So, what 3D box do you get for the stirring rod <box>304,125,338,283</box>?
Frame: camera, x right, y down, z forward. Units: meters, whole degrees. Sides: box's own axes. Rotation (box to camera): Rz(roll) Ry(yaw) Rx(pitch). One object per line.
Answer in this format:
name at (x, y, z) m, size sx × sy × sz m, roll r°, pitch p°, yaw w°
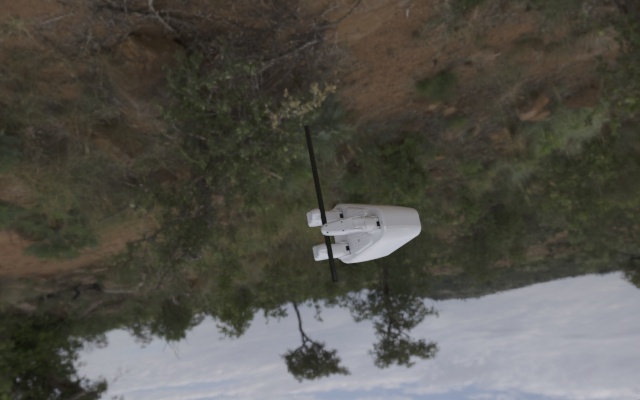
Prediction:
stirring rod at (0.000, 0.002, 0.713) m, size 0.011 × 0.239 × 0.011 m, roll -10°, pitch -10°, yaw -2°
